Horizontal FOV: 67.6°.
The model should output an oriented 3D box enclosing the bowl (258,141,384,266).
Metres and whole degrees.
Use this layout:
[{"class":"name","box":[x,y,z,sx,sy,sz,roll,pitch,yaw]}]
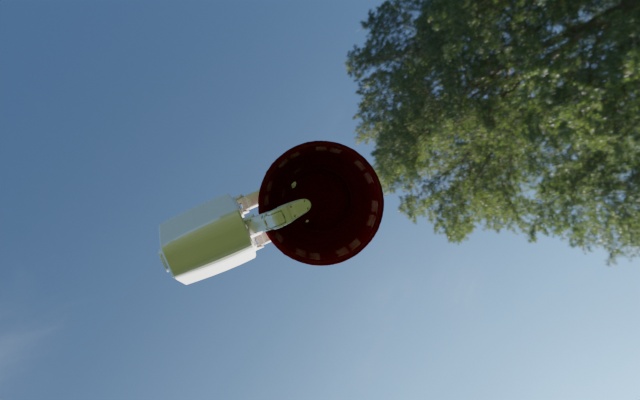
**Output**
[{"class":"bowl","box":[0.001,0.002,0.635,0.162,0.162,0.055,0,6,-2]}]
